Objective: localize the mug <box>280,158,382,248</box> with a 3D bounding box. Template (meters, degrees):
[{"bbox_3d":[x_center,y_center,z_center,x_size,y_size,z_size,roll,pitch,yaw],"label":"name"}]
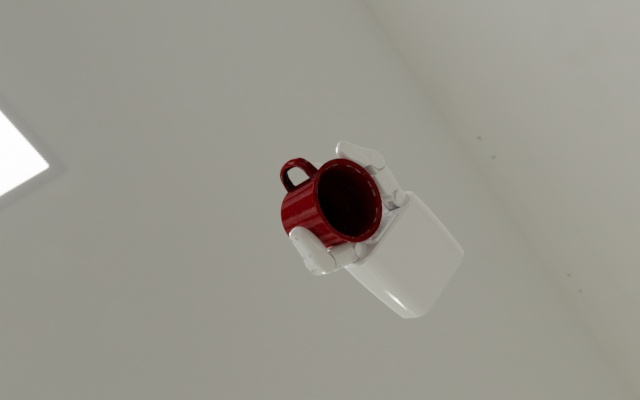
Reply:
[{"bbox_3d":[-0.001,0.001,0.533,0.081,0.117,0.093,-26,24,51],"label":"mug"}]
